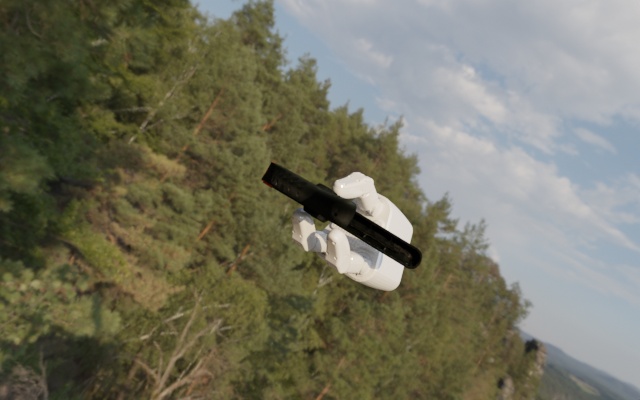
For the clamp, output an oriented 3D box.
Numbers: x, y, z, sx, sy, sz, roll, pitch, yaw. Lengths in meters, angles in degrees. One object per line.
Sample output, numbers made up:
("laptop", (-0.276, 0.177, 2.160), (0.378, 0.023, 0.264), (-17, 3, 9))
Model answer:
("clamp", (0.000, 0.001, 0.520), (0.210, 0.036, 0.165), (30, -3, 33))
